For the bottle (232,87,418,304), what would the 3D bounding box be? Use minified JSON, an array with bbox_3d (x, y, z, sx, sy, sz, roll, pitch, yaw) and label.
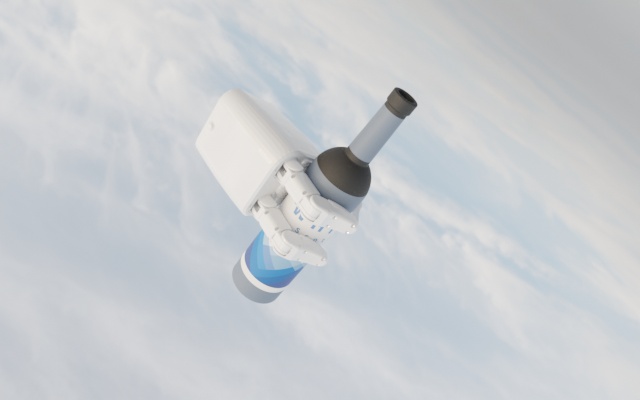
[{"bbox_3d":[0.000,0.002,0.518,0.069,0.069,0.296,0,-42,-47],"label":"bottle"}]
